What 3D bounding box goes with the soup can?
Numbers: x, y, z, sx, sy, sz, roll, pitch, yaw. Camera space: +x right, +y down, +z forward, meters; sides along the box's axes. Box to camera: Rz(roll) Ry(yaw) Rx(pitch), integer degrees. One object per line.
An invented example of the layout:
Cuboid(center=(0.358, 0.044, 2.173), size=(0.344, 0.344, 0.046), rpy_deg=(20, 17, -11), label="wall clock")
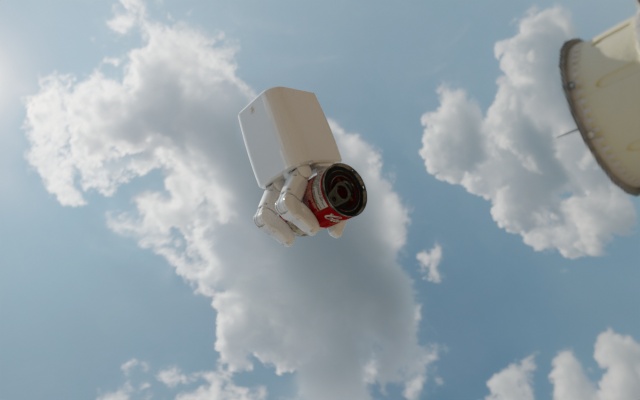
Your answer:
Cuboid(center=(0.000, 0.003, 0.605), size=(0.068, 0.068, 0.102), rpy_deg=(0, -17, -39), label="soup can")
